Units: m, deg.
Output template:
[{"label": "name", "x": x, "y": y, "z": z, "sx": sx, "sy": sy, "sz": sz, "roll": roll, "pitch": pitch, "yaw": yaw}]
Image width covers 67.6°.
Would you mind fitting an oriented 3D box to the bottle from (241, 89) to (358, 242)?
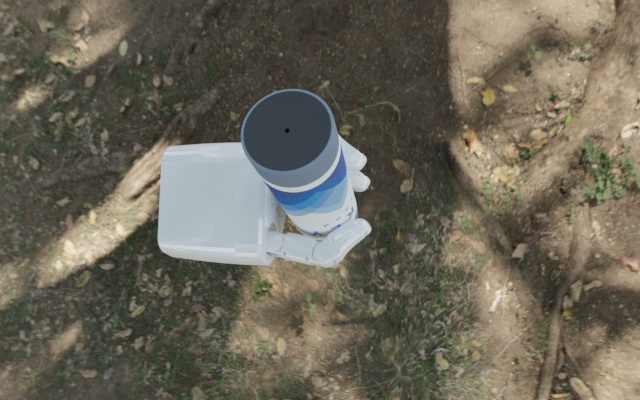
[{"label": "bottle", "x": 0.000, "y": 0.001, "z": 0.464, "sx": 0.069, "sy": 0.069, "sz": 0.296, "roll": 0, "pitch": -20, "yaw": 10}]
